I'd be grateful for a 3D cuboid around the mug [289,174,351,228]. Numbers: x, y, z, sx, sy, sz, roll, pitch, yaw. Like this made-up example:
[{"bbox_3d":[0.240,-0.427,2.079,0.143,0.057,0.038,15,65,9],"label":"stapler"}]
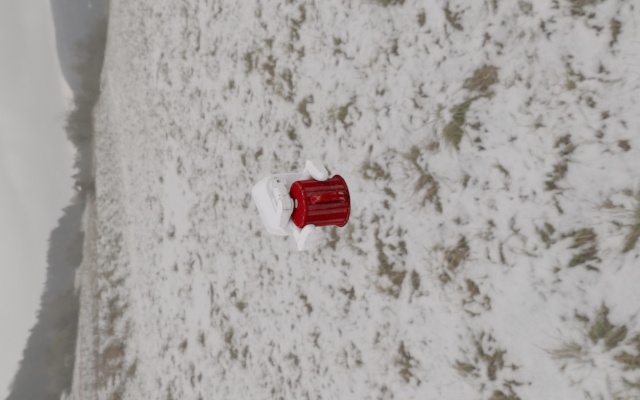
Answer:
[{"bbox_3d":[0.000,0.003,0.806,0.081,0.093,0.117,-5,-4,-23],"label":"mug"}]
